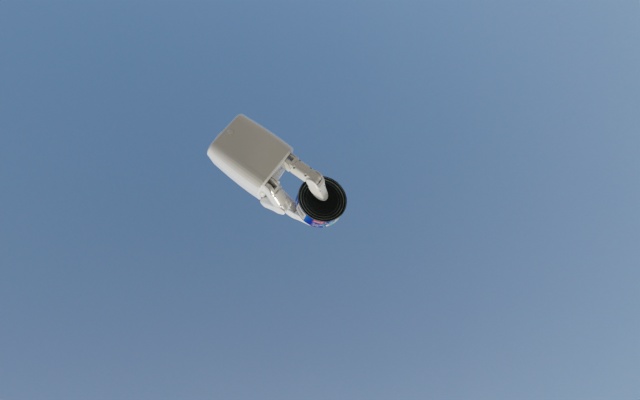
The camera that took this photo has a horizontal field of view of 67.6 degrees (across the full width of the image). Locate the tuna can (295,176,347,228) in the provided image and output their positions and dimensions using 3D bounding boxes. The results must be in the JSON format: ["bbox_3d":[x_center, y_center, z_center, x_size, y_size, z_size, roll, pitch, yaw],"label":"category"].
[{"bbox_3d":[0.000,0.003,0.824,0.086,0.086,0.034,0,-24,-15],"label":"tuna can"}]
